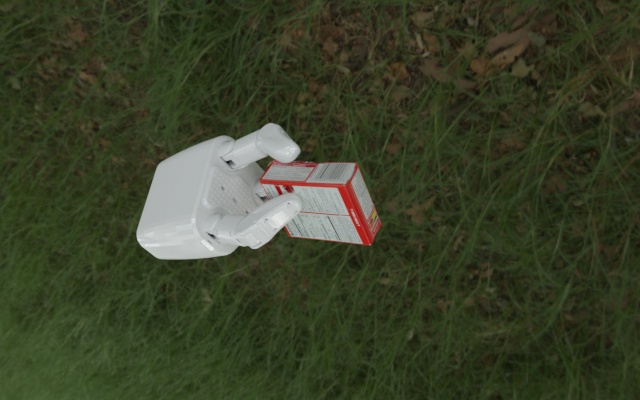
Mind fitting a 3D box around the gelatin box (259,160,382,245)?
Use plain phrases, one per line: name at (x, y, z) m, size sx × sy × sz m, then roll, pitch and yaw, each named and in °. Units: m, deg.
gelatin box at (0.000, 0.002, 0.415) m, size 0.089 × 0.030 × 0.073 m, roll 4°, pitch -43°, yaw 32°
